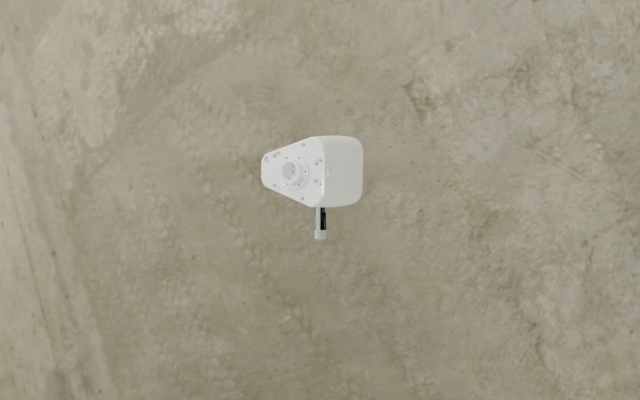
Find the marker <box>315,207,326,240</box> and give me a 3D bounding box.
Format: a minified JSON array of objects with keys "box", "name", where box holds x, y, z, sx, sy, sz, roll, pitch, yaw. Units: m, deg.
[{"box":[0.000,0.003,0.778,0.020,0.121,0.020,0,5,0],"name":"marker"}]
